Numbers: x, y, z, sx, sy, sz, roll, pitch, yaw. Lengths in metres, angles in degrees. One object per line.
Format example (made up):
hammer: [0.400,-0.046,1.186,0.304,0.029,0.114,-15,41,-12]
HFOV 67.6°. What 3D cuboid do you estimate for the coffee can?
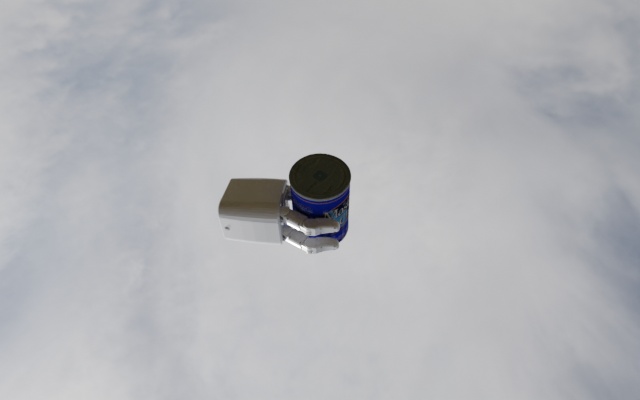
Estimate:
coffee can: [0.000,0.003,0.834,0.103,0.102,0.140,0,-40,1]
